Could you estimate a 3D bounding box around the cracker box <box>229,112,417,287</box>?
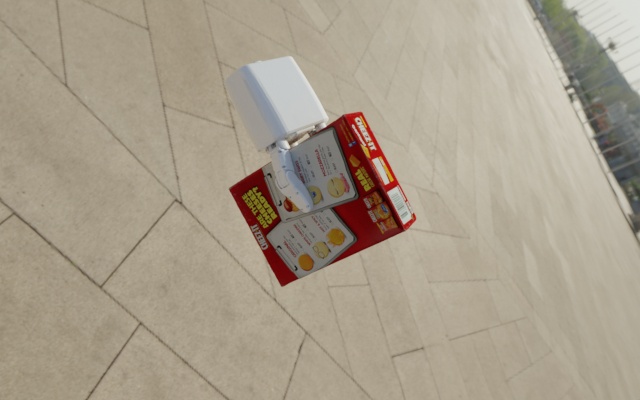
[{"bbox_3d":[0.000,0.002,0.658,0.214,0.164,0.072,-29,-1,30],"label":"cracker box"}]
